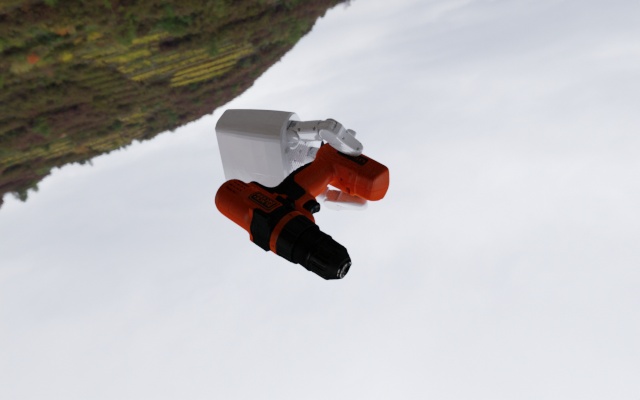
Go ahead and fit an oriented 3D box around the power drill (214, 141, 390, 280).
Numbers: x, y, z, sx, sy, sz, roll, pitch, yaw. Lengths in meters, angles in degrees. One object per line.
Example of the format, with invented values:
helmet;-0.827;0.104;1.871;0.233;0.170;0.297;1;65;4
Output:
power drill;0.000;0.002;0.559;0.184;0.057;0.187;31;41;28
